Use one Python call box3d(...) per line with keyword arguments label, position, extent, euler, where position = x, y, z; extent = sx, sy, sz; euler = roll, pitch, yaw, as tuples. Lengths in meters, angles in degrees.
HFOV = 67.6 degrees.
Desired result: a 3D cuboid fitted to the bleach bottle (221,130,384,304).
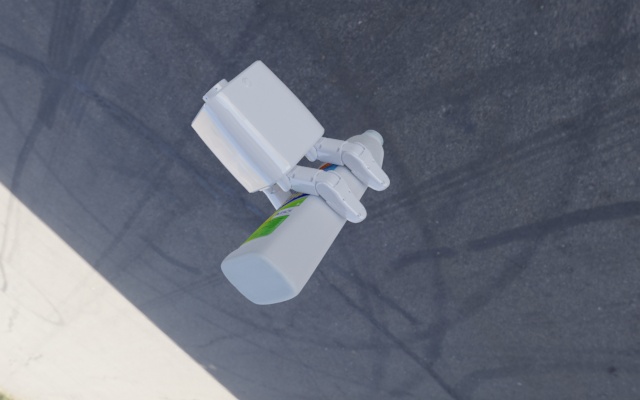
box3d(label="bleach bottle", position=(0.000, 0.002, 0.545), extent=(0.102, 0.068, 0.250), euler=(-24, 22, 50))
